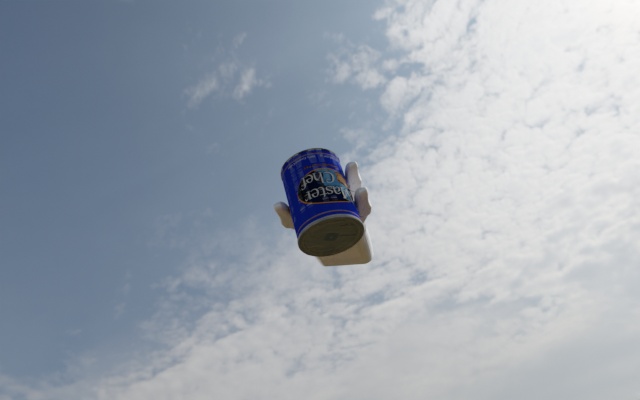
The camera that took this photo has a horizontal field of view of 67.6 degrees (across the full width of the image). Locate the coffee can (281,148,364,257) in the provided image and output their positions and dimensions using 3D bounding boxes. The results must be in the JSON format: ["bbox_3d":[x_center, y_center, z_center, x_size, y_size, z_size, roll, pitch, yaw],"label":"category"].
[{"bbox_3d":[0.000,0.003,0.753,0.103,0.140,0.103,-11,-36,-8],"label":"coffee can"}]
